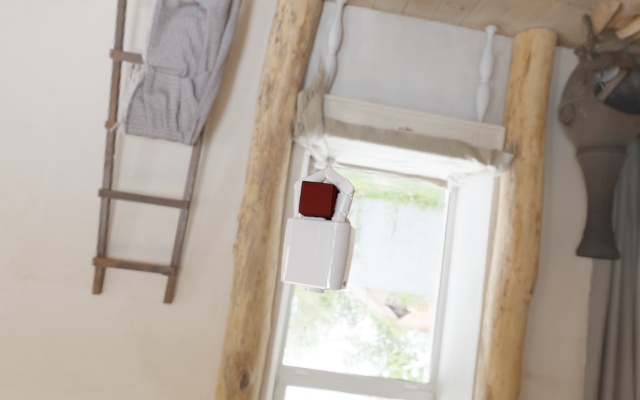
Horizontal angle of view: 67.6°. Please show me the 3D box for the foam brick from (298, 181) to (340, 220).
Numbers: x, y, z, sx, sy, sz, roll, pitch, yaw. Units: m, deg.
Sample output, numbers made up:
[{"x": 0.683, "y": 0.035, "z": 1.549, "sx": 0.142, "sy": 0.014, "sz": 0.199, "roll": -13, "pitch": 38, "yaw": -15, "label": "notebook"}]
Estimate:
[{"x": 0.000, "y": 0.002, "z": 0.767, "sx": 0.053, "sy": 0.051, "sz": 0.078, "roll": 6, "pitch": -8, "yaw": 13, "label": "foam brick"}]
